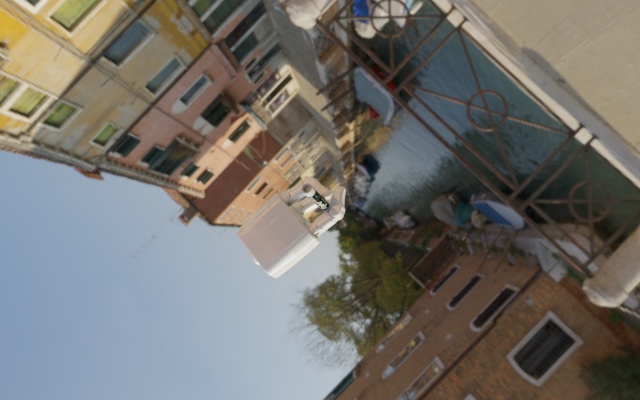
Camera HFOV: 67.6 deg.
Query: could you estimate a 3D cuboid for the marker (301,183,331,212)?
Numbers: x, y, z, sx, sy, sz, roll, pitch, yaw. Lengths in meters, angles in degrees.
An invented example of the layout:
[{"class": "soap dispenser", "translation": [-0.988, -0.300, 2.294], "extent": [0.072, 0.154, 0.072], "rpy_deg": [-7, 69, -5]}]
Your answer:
[{"class": "marker", "translation": [0.000, 0.003, 0.824], "extent": [0.020, 0.020, 0.121], "rpy_deg": [0, -22, 24]}]
